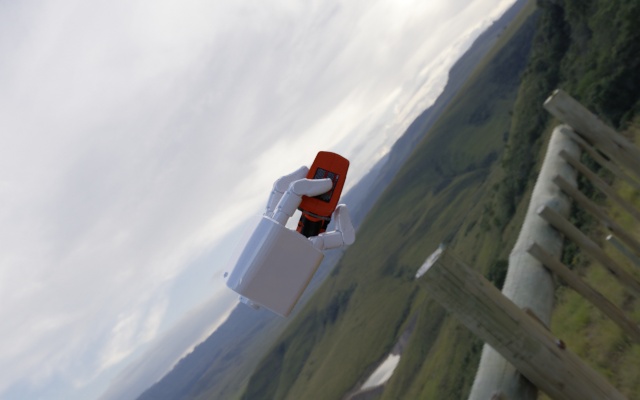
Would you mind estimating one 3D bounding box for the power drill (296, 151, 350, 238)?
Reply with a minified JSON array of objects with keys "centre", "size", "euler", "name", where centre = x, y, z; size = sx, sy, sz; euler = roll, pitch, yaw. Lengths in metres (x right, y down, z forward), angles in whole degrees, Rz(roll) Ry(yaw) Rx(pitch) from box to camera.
[{"centre":[0.000,0.003,0.770],"size":[0.057,0.184,0.188],"euler":[17,-29,2],"name":"power drill"}]
